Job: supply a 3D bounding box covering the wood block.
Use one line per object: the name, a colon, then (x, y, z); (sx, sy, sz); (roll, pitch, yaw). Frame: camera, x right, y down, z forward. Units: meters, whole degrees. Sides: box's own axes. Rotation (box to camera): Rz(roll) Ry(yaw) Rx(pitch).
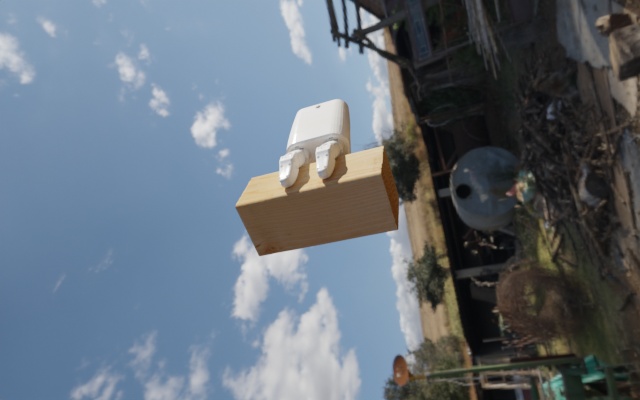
wood block: (0.000, 0.002, 0.679); (0.206, 0.091, 0.090); (-13, 28, 17)
